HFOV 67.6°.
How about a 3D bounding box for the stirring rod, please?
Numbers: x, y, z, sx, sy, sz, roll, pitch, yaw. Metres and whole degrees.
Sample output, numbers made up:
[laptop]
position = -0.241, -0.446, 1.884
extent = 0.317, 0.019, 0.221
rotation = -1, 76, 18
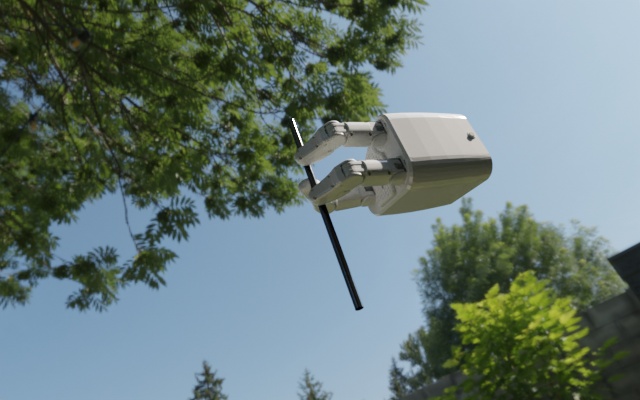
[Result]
[stirring rod]
position = 0.000, 0.002, 0.488
extent = 0.011, 0.239, 0.011
rotation = -14, -34, -10
